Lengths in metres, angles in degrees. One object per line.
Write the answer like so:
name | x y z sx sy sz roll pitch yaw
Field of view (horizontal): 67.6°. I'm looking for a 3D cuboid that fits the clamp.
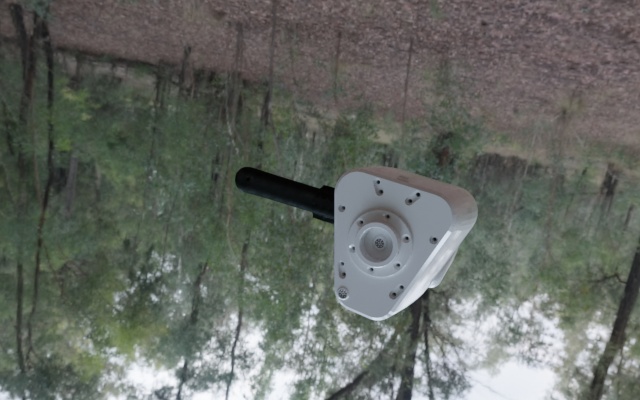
clamp | 0.000 0.002 0.482 0.171 0.039 0.120 14 4 23
